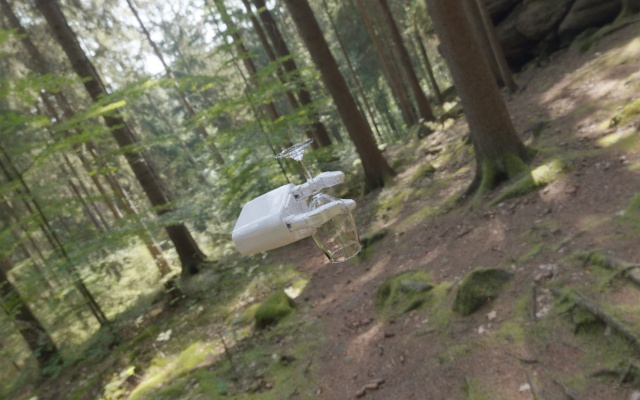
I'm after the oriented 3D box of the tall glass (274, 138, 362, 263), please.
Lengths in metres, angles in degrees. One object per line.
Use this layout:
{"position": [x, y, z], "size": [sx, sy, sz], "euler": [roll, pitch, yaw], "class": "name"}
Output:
{"position": [0.000, 0.002, 0.791], "size": [0.079, 0.201, 0.079], "euler": [-25, 13, 6], "class": "tall glass"}
